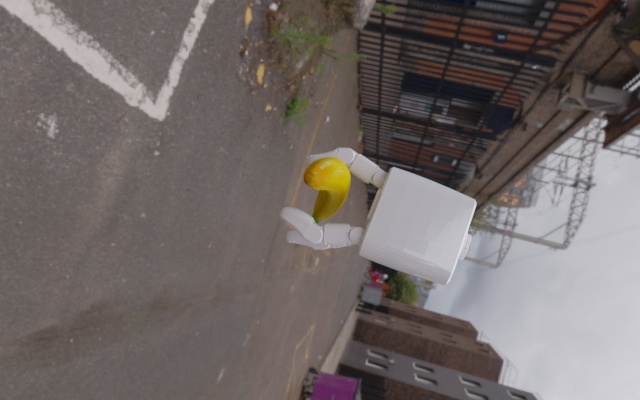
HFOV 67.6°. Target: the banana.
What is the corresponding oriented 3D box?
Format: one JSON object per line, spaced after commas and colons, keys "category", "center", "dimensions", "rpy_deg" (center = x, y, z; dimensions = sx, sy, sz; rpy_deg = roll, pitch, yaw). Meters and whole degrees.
{"category": "banana", "center": [0.009, -0.013, 0.557], "dimensions": [0.037, 0.069, 0.198], "rpy_deg": [28, -17, 9]}
